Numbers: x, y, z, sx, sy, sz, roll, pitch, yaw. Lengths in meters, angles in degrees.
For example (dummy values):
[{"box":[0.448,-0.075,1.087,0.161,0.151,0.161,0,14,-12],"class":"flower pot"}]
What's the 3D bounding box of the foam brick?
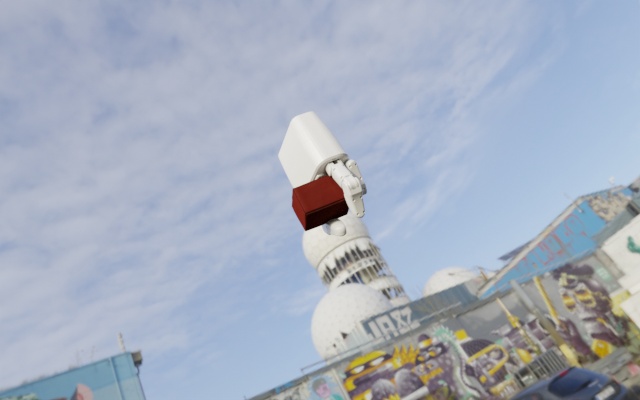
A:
[{"box":[0.000,0.003,0.732,0.078,0.051,0.053,-21,-29,-18],"class":"foam brick"}]
